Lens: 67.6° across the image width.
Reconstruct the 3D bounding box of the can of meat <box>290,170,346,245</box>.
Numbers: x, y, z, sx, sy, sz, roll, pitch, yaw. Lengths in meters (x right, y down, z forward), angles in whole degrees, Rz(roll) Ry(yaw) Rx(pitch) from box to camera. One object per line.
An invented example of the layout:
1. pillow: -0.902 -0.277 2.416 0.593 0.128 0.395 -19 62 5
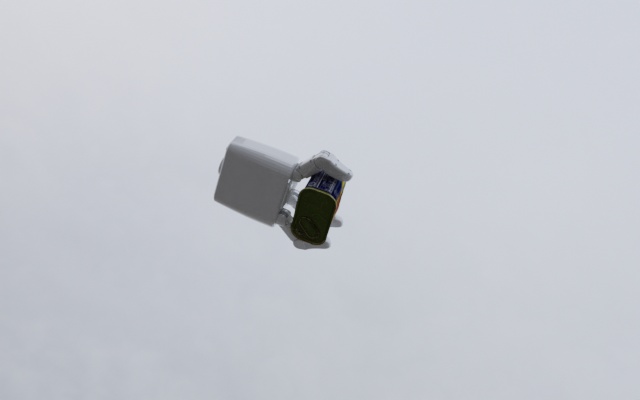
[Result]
1. can of meat: 0.000 0.002 0.728 0.057 0.102 0.084 20 39 5
